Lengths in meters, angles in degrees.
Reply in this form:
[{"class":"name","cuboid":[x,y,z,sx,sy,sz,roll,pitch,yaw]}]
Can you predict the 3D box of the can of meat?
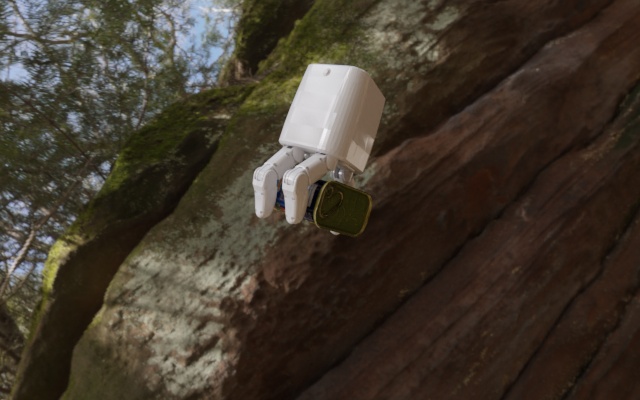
[{"class":"can of meat","cuboid":[0.000,0.002,0.592,0.084,0.057,0.102,18,0,41]}]
